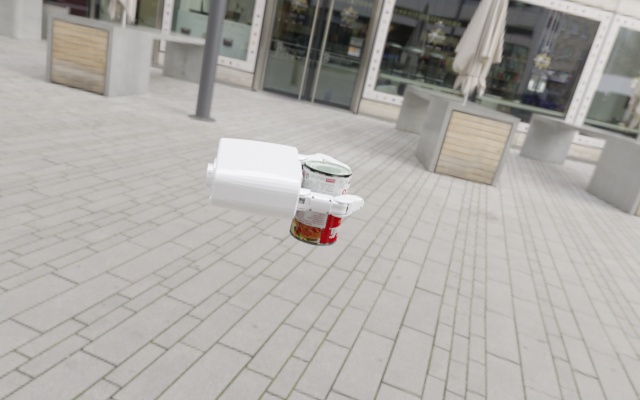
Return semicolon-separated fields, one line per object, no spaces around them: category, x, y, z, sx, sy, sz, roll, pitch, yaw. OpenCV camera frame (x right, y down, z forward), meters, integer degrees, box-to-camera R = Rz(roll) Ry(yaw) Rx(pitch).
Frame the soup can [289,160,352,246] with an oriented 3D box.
soup can;0.001;0.002;0.655;0.068;0.102;0.068;11;17;-4
